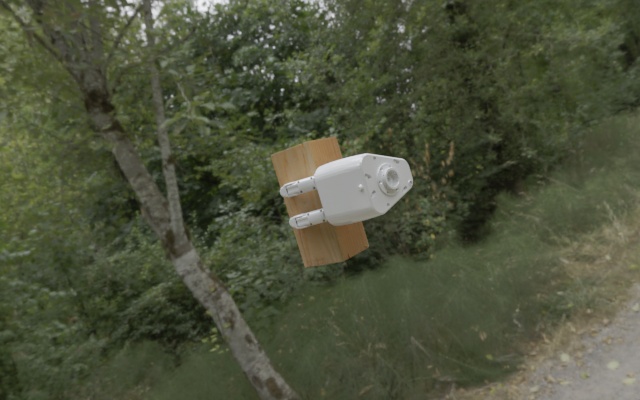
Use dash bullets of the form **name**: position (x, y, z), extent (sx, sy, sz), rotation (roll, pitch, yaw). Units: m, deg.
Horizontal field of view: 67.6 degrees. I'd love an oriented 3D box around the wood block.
- **wood block**: position (0.001, 0.002, 0.841), extent (0.090, 0.206, 0.091), rotation (-15, 2, 38)
